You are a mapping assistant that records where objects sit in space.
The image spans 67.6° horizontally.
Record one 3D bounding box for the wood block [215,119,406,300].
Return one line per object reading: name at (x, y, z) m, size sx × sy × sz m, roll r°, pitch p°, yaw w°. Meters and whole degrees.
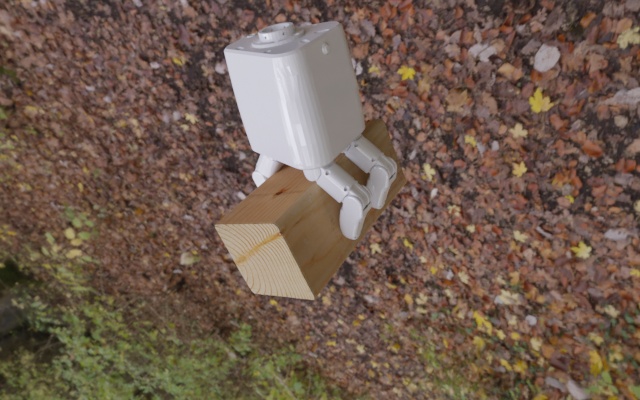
wood block at (0.000, 0.001, 0.517) m, size 0.091 × 0.090 × 0.206 m, roll -3°, pitch 31°, yaw 41°
